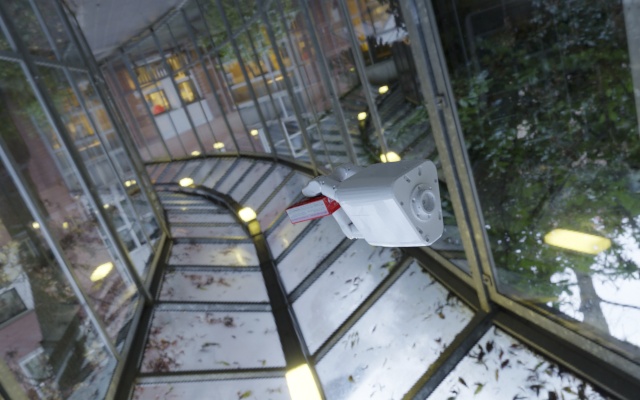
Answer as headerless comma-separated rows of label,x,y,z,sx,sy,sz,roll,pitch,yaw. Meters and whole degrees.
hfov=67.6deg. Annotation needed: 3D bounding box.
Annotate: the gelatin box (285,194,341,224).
gelatin box,0.000,0.003,0.750,0.089,0.030,0.073,-17,13,43
